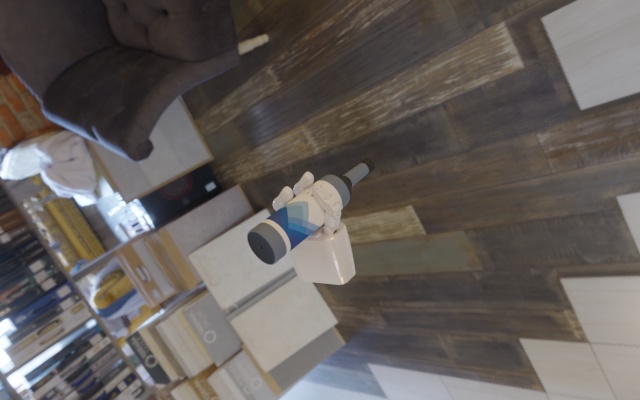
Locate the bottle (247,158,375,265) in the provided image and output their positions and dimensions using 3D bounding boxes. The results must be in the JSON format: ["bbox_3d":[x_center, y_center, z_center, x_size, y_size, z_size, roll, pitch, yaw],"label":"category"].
[{"bbox_3d":[0.000,0.003,0.845,0.069,0.069,0.295,0,30,48],"label":"bottle"}]
